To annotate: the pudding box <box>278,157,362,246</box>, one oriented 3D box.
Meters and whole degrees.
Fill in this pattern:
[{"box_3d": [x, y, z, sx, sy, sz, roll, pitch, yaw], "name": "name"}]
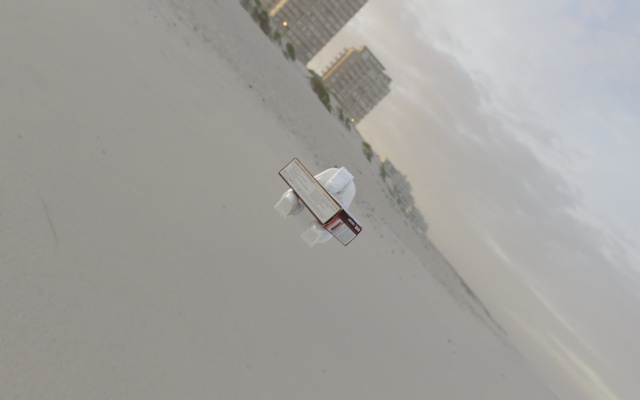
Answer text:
[{"box_3d": [0.000, 0.002, 0.660, 0.113, 0.039, 0.090, 46, 2, 31], "name": "pudding box"}]
